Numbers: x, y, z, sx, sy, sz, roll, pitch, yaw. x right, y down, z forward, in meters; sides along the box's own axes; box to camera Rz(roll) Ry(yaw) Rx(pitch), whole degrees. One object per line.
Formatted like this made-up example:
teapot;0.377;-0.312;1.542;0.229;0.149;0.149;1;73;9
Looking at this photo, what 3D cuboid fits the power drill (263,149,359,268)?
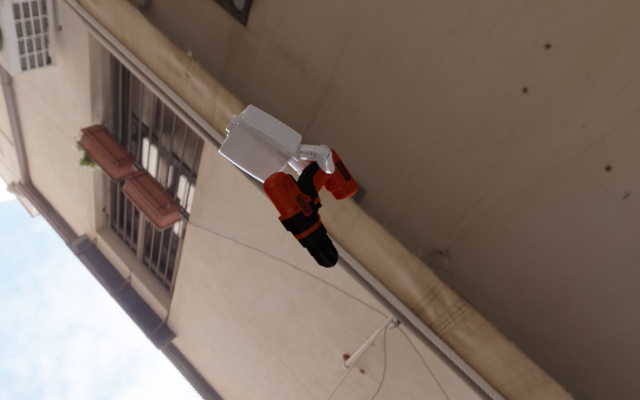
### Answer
power drill;0.000;0.002;0.838;0.057;0.184;0.187;-25;15;36
